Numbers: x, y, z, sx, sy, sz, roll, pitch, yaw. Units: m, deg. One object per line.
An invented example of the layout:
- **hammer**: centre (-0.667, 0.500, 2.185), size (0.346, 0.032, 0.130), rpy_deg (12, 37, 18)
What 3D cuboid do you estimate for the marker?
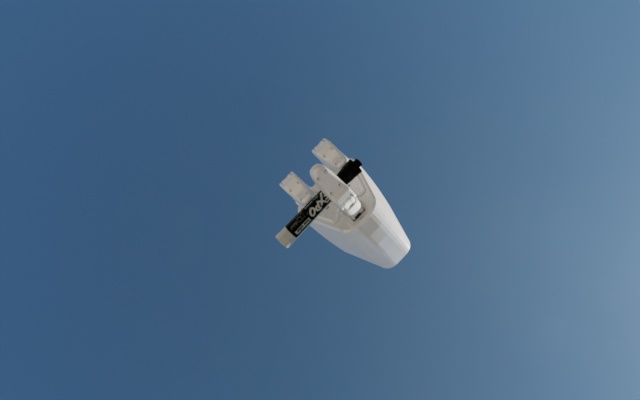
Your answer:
- **marker**: centre (0.000, 0.002, 0.512), size (0.020, 0.121, 0.020), rpy_deg (44, 0, 0)
